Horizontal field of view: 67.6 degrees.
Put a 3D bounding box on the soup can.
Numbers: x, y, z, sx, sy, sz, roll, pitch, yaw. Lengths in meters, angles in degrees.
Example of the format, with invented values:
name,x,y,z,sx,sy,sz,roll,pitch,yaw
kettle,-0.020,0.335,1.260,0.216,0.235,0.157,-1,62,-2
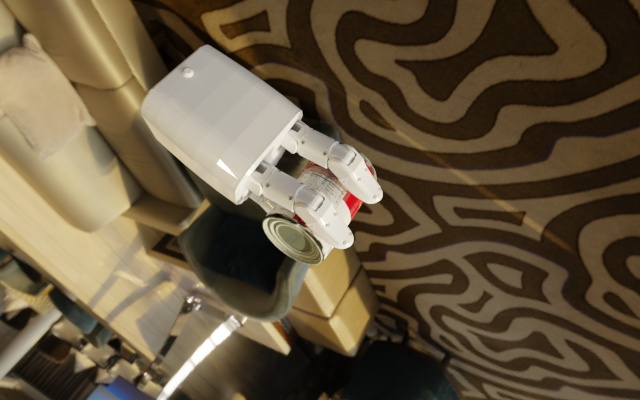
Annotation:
name,x,y,z,sx,sy,sz,roll,pitch,yaw
soup can,0.000,0.002,0.453,0.068,0.102,0.069,26,-31,17
